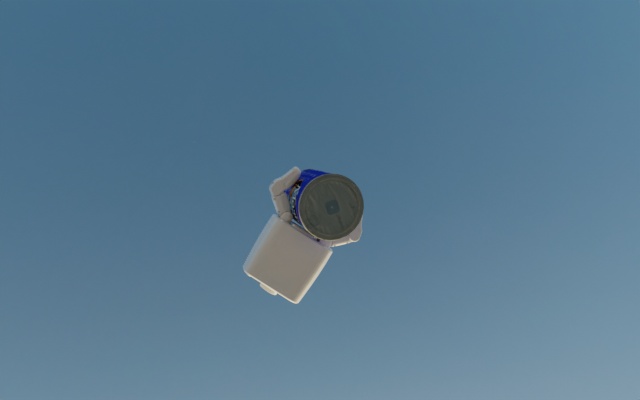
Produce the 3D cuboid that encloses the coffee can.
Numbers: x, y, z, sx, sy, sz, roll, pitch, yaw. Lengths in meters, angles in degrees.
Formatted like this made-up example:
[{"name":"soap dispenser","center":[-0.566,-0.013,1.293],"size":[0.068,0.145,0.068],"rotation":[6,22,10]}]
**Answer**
[{"name":"coffee can","center":[0.000,0.002,0.789],"size":[0.103,0.103,0.140],"rotation":[0,7,-15]}]
